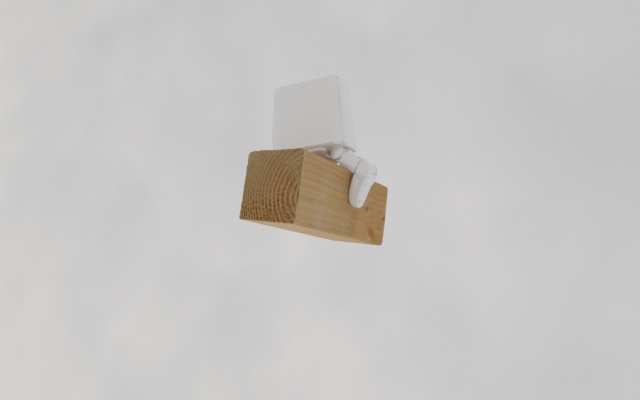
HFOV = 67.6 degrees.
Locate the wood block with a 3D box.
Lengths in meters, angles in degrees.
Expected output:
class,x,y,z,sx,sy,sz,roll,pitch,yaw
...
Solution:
class,x,y,z,sx,sy,sz,roll,pitch,yaw
wood block,0.000,0.002,0.645,0.091,0.090,0.206,1,-10,37
